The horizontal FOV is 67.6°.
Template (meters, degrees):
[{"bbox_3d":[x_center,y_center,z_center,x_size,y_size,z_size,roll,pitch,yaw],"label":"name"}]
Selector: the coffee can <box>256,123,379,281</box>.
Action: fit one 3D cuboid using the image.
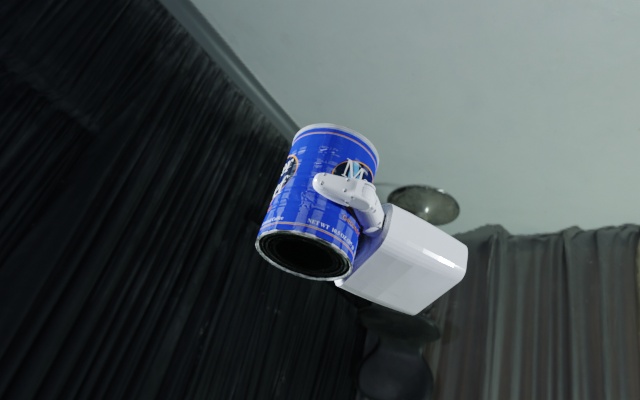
[{"bbox_3d":[0.000,0.001,0.521,0.103,0.140,0.103,13,-31,8],"label":"coffee can"}]
